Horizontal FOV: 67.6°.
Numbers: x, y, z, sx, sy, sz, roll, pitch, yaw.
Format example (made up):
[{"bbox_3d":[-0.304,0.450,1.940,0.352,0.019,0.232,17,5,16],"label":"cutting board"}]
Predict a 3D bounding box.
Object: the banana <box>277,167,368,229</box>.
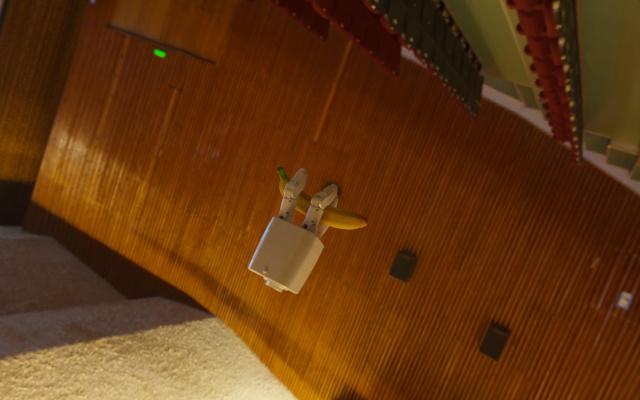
[{"bbox_3d":[-0.005,0.011,0.896,0.198,0.037,0.070,30,-30,11],"label":"banana"}]
